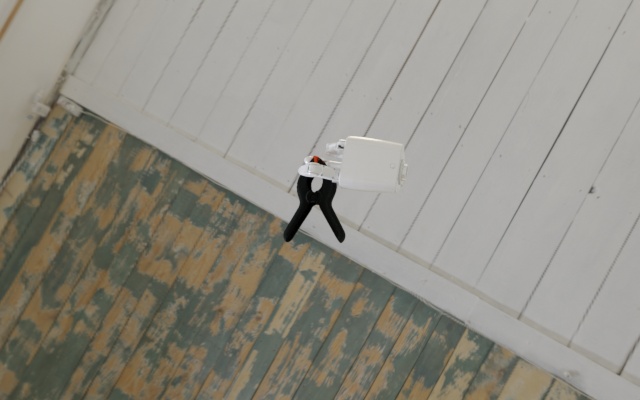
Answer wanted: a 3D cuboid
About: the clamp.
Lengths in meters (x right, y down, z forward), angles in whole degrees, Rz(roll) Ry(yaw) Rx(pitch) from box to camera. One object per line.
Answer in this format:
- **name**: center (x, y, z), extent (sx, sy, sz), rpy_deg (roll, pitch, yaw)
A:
- **clamp**: center (0.000, 0.003, 0.900), extent (0.120, 0.171, 0.039), rpy_deg (9, -6, 15)
